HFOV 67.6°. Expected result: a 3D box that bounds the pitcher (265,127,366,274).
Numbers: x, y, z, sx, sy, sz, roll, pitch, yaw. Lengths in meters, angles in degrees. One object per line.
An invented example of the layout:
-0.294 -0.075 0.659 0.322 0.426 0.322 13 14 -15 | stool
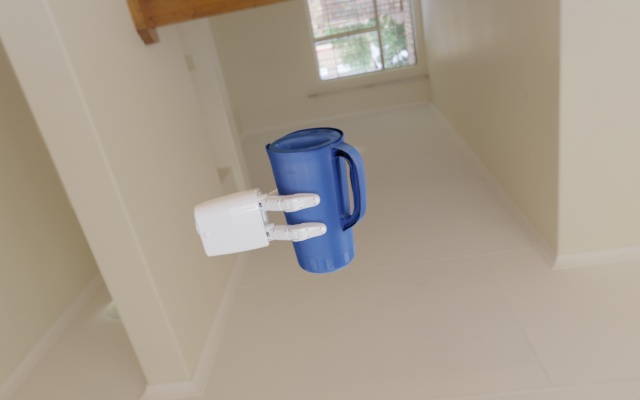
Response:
0.000 0.003 0.832 0.145 0.243 0.149 -13 23 -5 | pitcher
